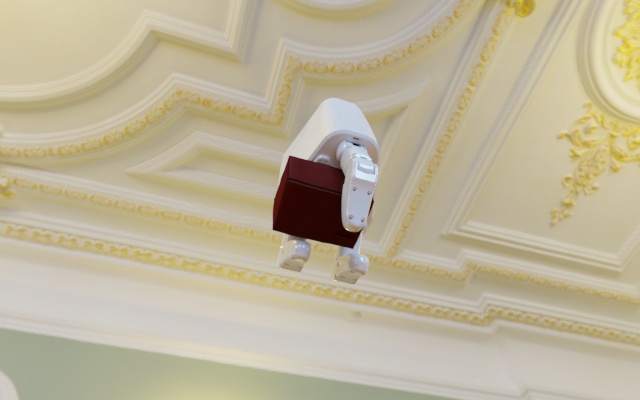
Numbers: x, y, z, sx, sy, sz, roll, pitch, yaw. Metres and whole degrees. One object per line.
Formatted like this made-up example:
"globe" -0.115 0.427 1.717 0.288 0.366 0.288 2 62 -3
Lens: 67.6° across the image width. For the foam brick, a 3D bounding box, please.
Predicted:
"foam brick" 0.000 0.001 0.426 0.078 0.053 0.051 15 27 -13
